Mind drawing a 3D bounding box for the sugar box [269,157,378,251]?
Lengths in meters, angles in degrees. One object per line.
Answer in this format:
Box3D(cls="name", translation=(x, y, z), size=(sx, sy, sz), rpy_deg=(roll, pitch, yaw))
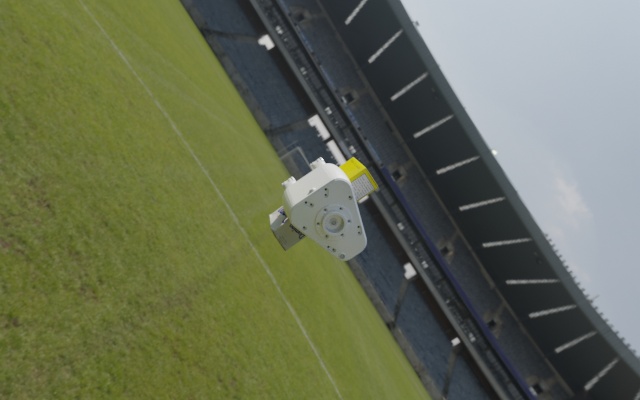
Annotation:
Box3D(cls="sugar box", translation=(0.000, 0.002, 0.772), size=(0.176, 0.048, 0.093), rpy_deg=(-32, 18, 0))
